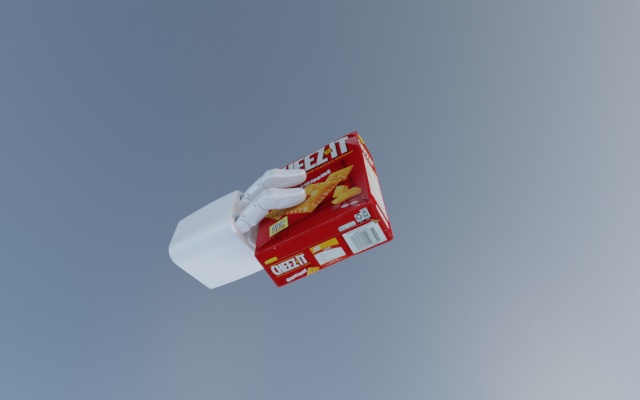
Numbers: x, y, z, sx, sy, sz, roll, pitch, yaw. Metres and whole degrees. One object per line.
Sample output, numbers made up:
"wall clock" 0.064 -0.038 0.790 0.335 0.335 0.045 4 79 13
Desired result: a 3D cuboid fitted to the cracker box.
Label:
"cracker box" 0.000 0.002 0.668 0.164 0.072 0.213 -25 29 13
